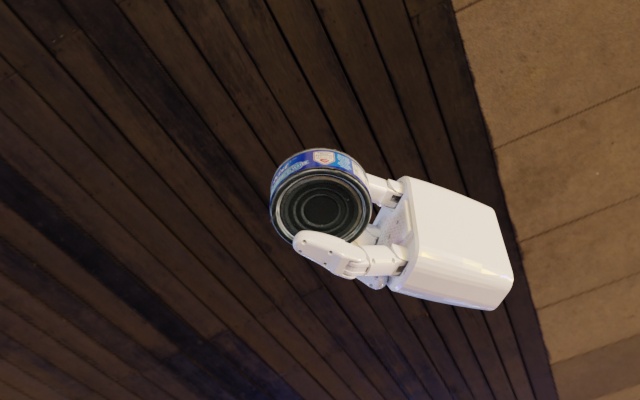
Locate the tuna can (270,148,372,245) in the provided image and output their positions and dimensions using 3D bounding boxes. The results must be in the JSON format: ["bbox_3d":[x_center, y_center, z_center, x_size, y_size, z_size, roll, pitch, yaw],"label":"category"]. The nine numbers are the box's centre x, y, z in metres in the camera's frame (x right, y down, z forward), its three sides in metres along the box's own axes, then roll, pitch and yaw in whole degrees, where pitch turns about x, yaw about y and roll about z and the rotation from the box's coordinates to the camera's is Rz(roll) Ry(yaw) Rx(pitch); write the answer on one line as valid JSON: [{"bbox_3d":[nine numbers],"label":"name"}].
[{"bbox_3d":[0.000,0.002,0.400,0.086,0.086,0.033,0,33,-2],"label":"tuna can"}]
